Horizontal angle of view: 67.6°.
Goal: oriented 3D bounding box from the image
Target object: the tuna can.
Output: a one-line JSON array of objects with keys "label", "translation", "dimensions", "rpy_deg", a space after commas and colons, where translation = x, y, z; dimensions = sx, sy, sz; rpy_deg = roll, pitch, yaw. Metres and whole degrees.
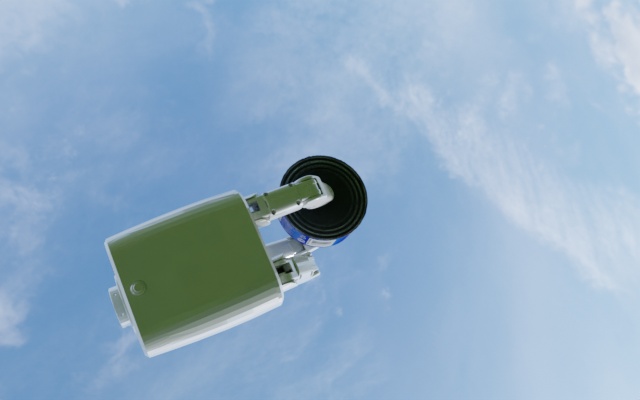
[{"label": "tuna can", "translation": [0.000, 0.002, 0.464], "dimensions": [0.086, 0.086, 0.034], "rpy_deg": [0, -20, -13]}]
